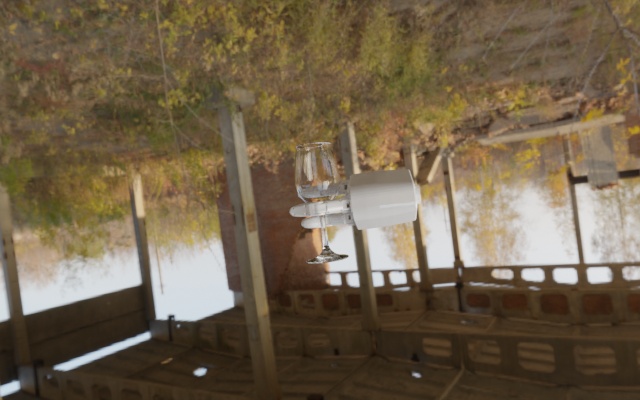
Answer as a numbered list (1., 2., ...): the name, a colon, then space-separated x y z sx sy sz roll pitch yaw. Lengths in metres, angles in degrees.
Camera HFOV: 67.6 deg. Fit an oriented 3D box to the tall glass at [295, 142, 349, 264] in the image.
1. tall glass: 0.000 0.003 0.822 0.079 0.201 0.079 -8 1 0
